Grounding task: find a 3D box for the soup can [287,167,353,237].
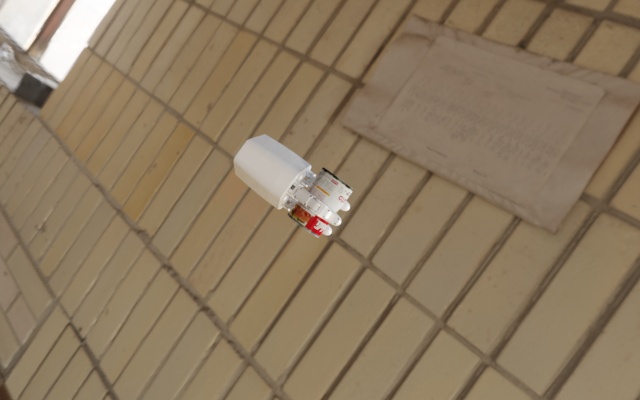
[{"bbox_3d":[0.001,0.003,0.819,0.068,0.102,0.068,37,2,-1],"label":"soup can"}]
